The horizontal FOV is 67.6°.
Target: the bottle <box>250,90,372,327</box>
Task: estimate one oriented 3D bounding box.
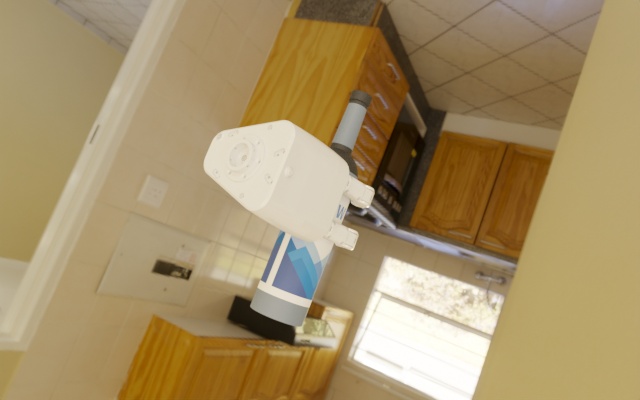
[{"bbox_3d":[0.000,0.002,0.587,0.069,0.295,0.069,21,-7,3],"label":"bottle"}]
